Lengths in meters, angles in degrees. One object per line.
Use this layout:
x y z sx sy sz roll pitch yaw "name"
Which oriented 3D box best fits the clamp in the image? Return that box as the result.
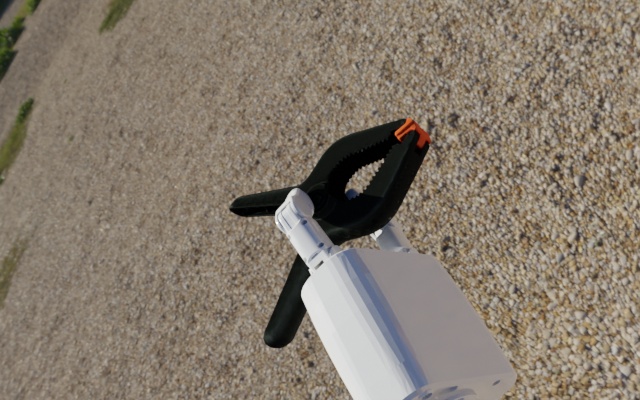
0.000 0.001 0.416 0.036 0.210 0.164 29 21 -45 "clamp"
